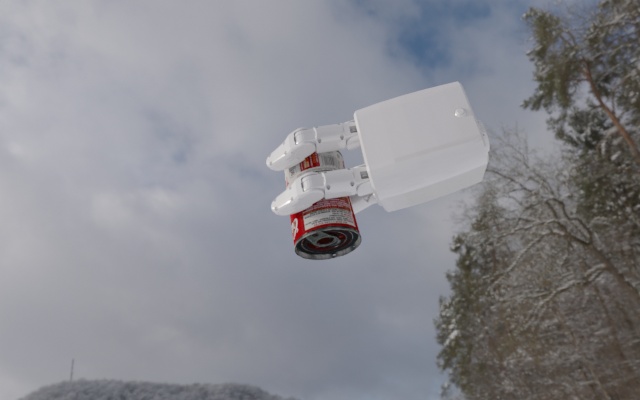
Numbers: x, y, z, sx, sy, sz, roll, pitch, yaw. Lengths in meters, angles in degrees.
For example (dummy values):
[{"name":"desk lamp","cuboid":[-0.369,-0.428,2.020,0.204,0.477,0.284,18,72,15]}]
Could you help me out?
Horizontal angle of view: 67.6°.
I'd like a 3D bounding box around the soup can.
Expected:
[{"name":"soup can","cuboid":[0.000,0.002,0.498,0.068,0.102,0.068,-7,-30,-4]}]
